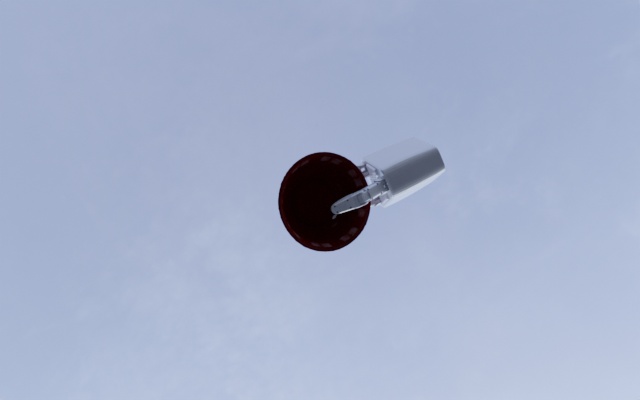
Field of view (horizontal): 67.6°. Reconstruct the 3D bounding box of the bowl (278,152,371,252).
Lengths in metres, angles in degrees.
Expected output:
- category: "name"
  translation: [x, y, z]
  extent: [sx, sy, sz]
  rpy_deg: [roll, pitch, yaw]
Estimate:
- category: "bowl"
  translation: [-0.001, 0.003, 0.791]
  extent: [0.162, 0.162, 0.055]
  rpy_deg: [0, -1, -22]
